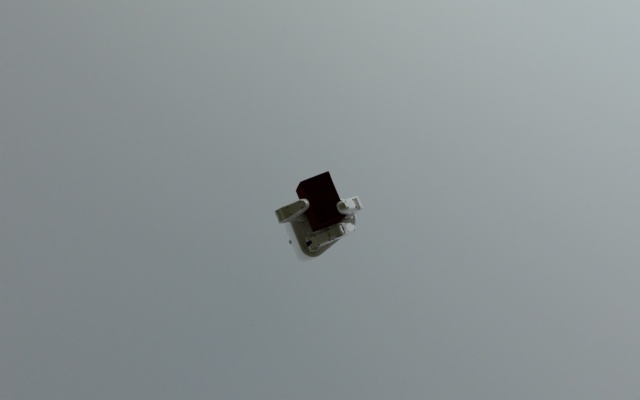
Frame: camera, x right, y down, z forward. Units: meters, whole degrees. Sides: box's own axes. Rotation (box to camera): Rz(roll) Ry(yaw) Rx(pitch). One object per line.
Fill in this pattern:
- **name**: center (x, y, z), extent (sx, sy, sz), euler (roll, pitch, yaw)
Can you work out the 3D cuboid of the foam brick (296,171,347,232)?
- **foam brick**: center (0.000, 0.002, 0.769), extent (0.053, 0.078, 0.051), euler (-19, -10, -15)
